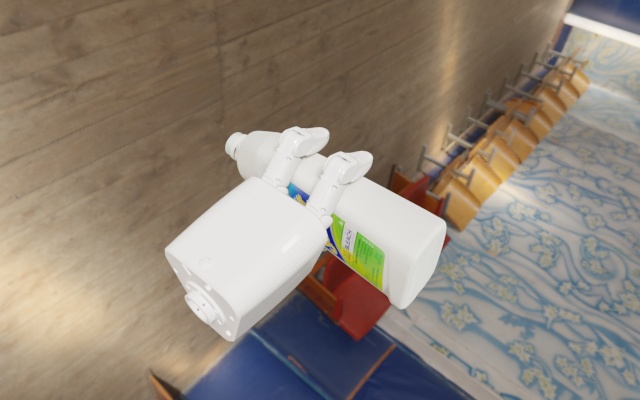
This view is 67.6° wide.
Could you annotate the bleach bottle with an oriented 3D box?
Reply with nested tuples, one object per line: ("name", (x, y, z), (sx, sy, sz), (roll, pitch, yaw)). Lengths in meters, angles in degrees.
("bleach bottle", (0.000, 0.002, 0.489), (0.250, 0.103, 0.068), (32, 57, 25))
